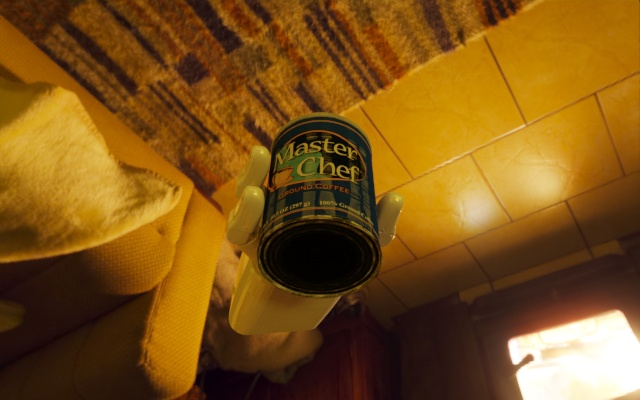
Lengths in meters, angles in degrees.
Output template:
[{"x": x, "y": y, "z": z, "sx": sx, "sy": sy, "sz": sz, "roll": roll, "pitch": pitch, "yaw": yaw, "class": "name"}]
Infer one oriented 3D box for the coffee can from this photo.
[{"x": 0.000, "y": 0.001, "z": 0.435, "sx": 0.103, "sy": 0.103, "sz": 0.140, "roll": 0, "pitch": 44, "yaw": 1, "class": "coffee can"}]
